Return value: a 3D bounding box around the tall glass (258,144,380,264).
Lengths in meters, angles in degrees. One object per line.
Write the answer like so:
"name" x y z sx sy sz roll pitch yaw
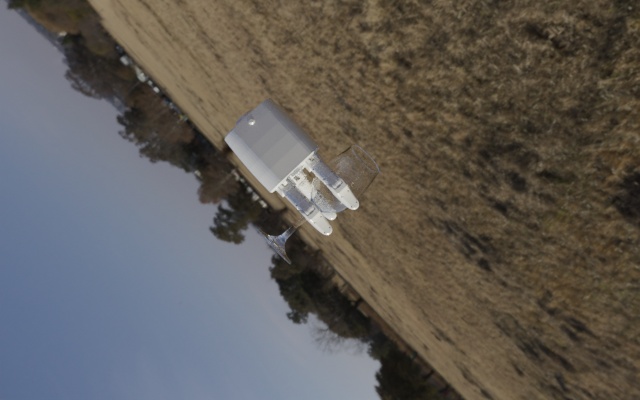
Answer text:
"tall glass" 0.000 0.003 0.742 0.201 0.079 0.079 -43 5 -5
